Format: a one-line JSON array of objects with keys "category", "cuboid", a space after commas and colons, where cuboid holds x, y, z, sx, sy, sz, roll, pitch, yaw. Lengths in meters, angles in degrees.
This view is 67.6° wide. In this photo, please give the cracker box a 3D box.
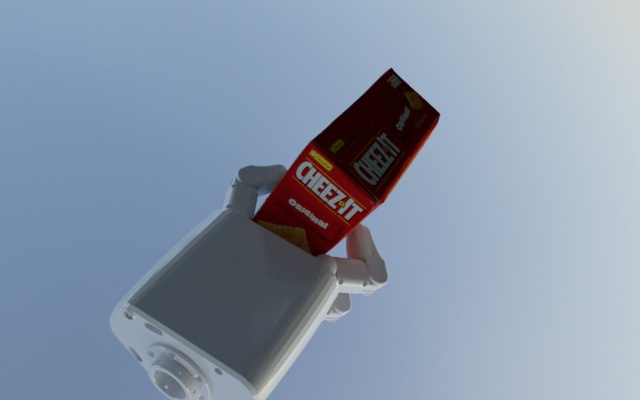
[{"category": "cracker box", "cuboid": [0.000, 0.001, 0.437, 0.214, 0.072, 0.164, -48, 1, 42]}]
